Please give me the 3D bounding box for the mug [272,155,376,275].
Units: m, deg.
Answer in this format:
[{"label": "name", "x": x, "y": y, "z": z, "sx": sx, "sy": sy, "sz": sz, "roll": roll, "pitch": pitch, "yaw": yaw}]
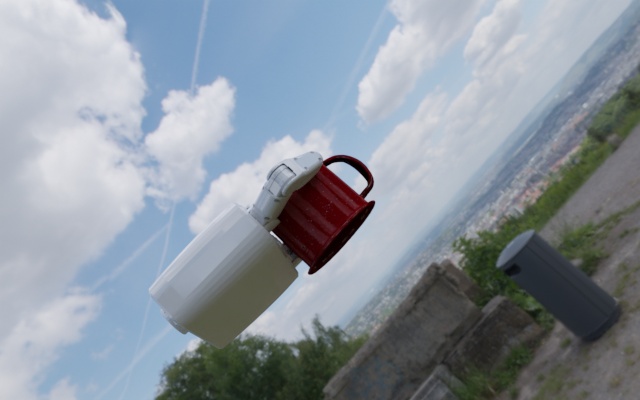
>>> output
[{"label": "mug", "x": 0.001, "y": 0.000, "z": 0.459, "sx": 0.081, "sy": 0.117, "sz": 0.093, "roll": 42, "pitch": -14, "yaw": 12}]
